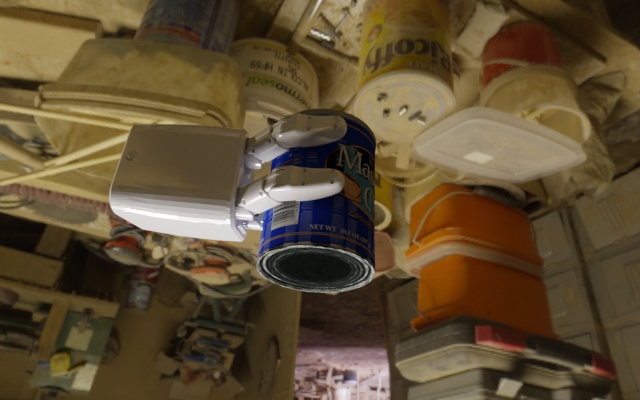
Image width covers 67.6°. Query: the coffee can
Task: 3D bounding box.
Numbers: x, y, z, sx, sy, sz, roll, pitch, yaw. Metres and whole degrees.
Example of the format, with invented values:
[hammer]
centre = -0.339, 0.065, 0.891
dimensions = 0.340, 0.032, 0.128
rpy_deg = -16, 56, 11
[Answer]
[coffee can]
centre = 0.000, 0.001, 0.445
dimensions = 0.103, 0.140, 0.103
rpy_deg = 3, -31, 2
